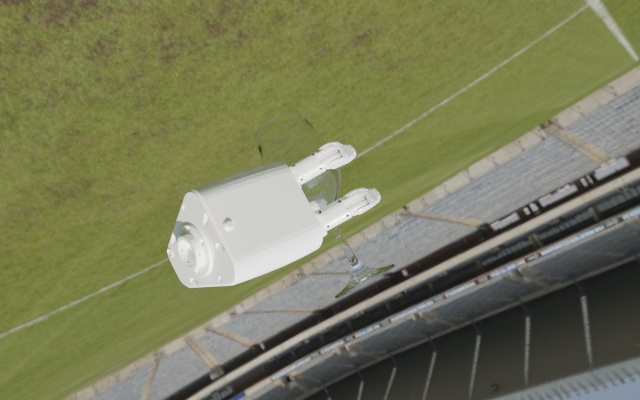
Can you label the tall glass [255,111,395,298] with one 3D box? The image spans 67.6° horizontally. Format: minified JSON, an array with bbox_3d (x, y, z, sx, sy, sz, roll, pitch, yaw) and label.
[{"bbox_3d":[0.000,0.002,0.529,0.079,0.201,0.079,-28,-8,-4],"label":"tall glass"}]
